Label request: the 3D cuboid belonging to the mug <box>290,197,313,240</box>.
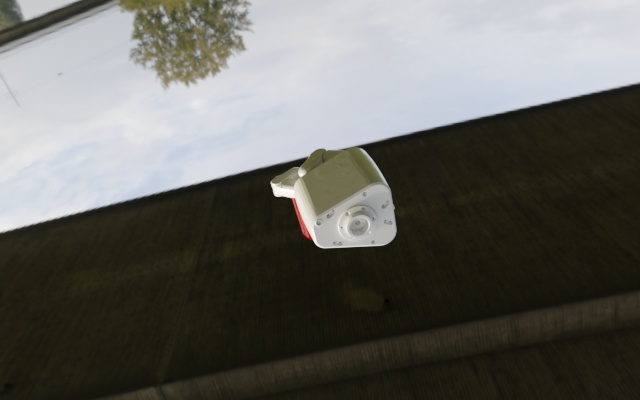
[{"bbox_3d":[0.000,0.002,0.742,0.093,0.081,0.117,-18,30,-4],"label":"mug"}]
